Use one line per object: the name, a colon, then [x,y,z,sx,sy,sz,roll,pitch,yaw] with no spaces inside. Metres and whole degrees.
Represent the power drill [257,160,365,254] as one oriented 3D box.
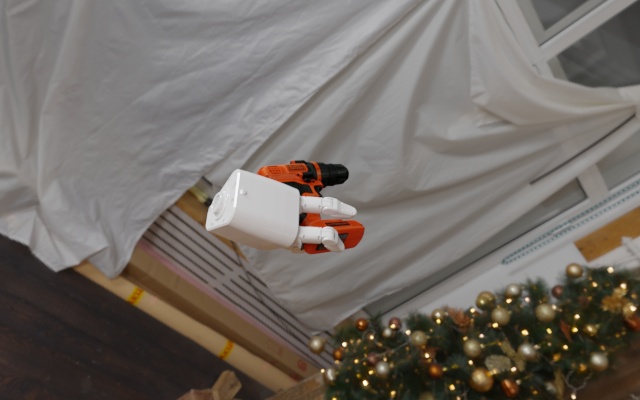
power drill: [0.000,0.003,0.829,0.184,0.057,0.187,-7,45,-29]
